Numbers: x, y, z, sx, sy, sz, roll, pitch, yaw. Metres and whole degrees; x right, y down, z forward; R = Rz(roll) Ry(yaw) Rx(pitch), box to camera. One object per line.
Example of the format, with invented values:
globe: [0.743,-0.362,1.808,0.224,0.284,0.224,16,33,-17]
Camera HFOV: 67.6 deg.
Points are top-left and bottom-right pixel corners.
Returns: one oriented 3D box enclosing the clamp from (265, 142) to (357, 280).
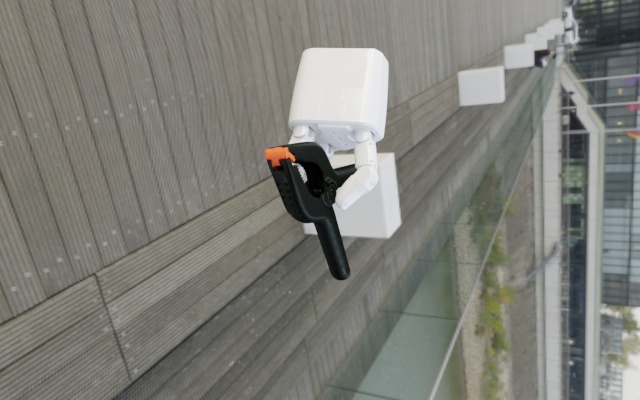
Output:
clamp: [0.001,0.001,0.569,0.036,0.164,0.210,-2,-18,28]
